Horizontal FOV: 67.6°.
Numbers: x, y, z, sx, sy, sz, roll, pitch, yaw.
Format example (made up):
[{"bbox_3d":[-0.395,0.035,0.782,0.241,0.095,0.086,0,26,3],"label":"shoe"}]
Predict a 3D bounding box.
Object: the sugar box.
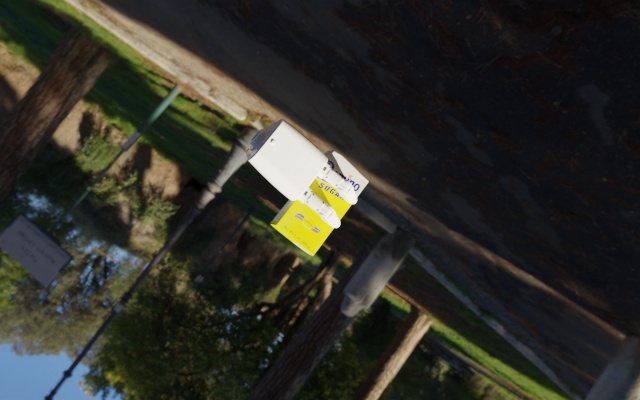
[{"bbox_3d":[0.000,0.003,0.871,0.093,0.176,0.048,41,-11,-17],"label":"sugar box"}]
